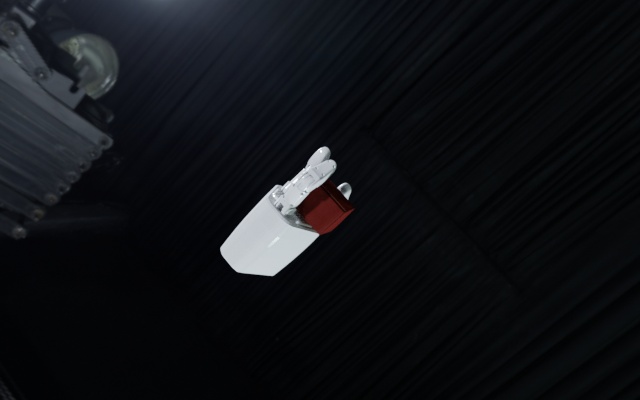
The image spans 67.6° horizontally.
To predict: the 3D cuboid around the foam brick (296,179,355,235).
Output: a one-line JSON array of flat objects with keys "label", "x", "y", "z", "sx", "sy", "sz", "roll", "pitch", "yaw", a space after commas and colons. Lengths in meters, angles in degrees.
[{"label": "foam brick", "x": 0.000, "y": 0.002, "z": 0.670, "sx": 0.051, "sy": 0.078, "sz": 0.053, "roll": -45, "pitch": -12, "yaw": 16}]
